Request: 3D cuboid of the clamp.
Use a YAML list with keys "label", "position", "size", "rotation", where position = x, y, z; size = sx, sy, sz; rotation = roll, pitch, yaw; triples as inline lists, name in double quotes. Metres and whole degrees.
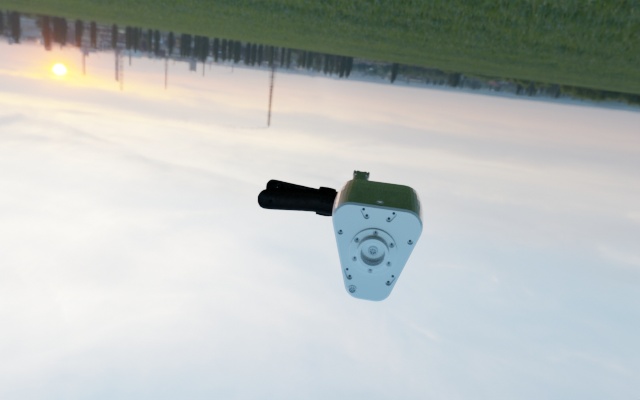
- label: "clamp"
  position: [0.000, 0.003, 0.615]
  size: [0.171, 0.039, 0.120]
  rotation: [8, 15, 6]
